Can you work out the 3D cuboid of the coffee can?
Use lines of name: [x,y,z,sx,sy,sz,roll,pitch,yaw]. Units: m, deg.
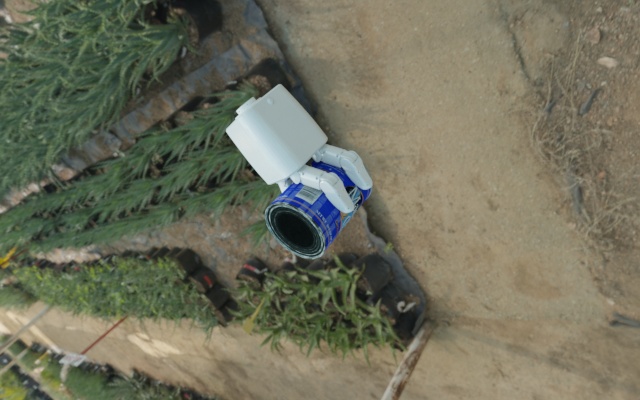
coffee can: [0.000,0.002,0.708,0.103,0.103,0.140,0,37,42]
